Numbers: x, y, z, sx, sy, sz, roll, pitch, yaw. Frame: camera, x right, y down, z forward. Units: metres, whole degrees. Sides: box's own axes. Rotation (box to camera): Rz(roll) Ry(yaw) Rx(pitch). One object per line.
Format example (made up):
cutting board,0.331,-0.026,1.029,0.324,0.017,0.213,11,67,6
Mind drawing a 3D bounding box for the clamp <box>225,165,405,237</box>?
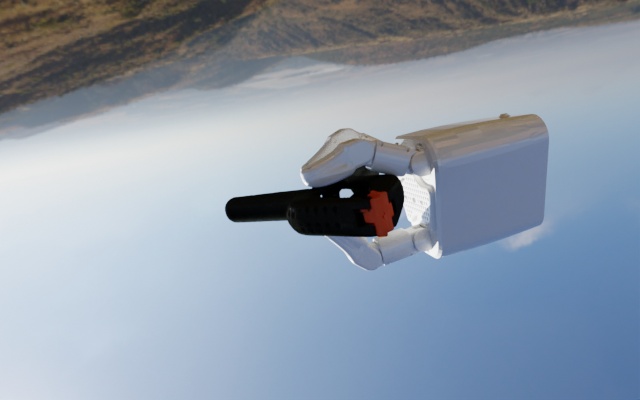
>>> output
clamp,0.001,0.002,0.406,0.164,0.036,0.210,-16,11,-9
